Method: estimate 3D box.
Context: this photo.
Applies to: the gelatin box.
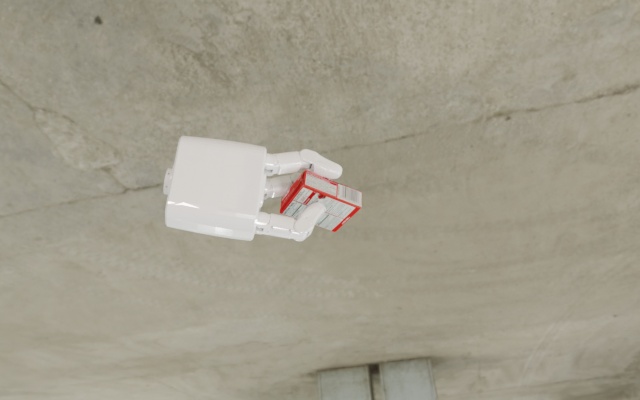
[{"bbox_3d":[0.000,0.003,0.638,0.089,0.030,0.073,21,-39,-18],"label":"gelatin box"}]
